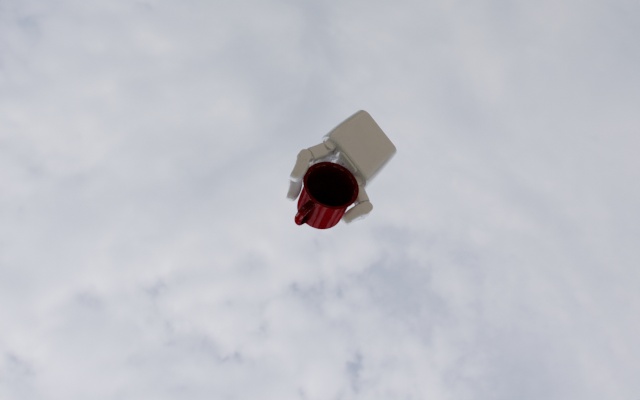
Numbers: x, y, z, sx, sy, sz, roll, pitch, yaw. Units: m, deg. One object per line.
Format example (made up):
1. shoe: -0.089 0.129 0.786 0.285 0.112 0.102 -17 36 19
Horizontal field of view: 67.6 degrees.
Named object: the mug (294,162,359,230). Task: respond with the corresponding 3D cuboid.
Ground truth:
1. mug: -0.001 0.004 0.789 0.117 0.093 0.081 -42 -13 -34
